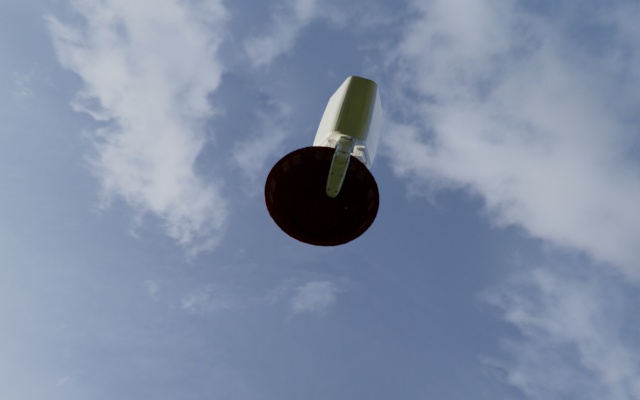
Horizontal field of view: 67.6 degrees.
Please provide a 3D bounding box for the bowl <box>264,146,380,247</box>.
[{"bbox_3d":[-0.001,0.003,0.684,0.162,0.162,0.055,0,-29,-8],"label":"bowl"}]
